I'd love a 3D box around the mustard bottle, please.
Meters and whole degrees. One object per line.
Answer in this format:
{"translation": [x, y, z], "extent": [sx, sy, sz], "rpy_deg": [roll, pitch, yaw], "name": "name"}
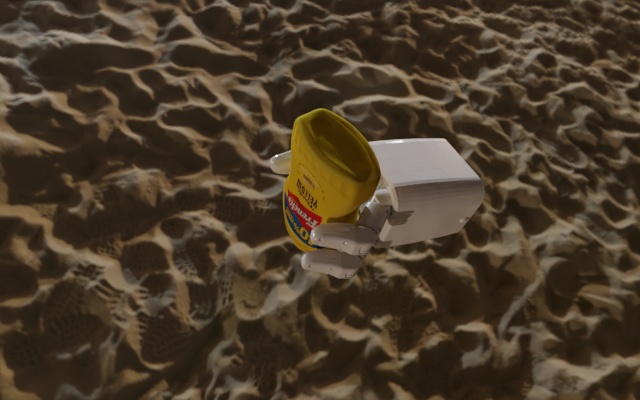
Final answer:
{"translation": [0.000, 0.002, 0.502], "extent": [0.058, 0.096, 0.192], "rpy_deg": [-30, -23, -27], "name": "mustard bottle"}
